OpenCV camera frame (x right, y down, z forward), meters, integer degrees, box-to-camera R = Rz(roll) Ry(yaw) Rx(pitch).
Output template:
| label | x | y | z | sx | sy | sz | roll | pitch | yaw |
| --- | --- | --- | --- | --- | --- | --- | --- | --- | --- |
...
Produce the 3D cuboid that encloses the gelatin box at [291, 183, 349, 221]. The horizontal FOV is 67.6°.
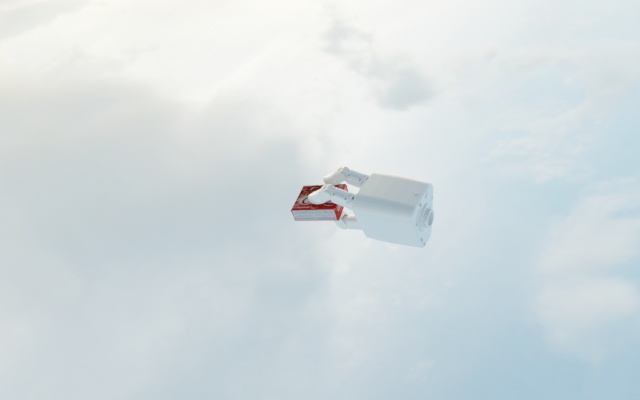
| label | x | y | z | sx | sy | sz | roll | pitch | yaw |
| --- | --- | --- | --- | --- | --- | --- | --- | --- | --- |
| gelatin box | 0.000 | 0.003 | 0.867 | 0.089 | 0.030 | 0.073 | -2 | 39 | 23 |
